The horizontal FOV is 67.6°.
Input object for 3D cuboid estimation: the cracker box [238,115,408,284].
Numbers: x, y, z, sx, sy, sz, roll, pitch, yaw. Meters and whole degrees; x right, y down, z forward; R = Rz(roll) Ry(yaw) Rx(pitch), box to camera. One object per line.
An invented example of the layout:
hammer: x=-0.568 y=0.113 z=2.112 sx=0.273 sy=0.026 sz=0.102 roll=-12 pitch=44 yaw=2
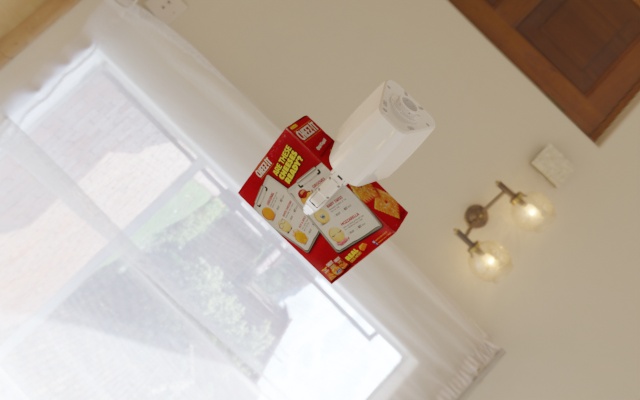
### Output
cracker box: x=0.000 y=0.003 z=0.737 sx=0.164 sy=0.213 sz=0.072 roll=-46 pitch=-1 yaw=39
